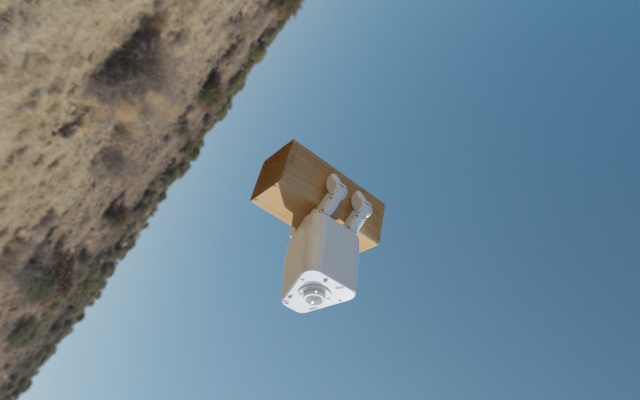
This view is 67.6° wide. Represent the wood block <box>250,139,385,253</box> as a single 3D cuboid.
[{"bbox_3d":[0.000,0.003,0.798,0.206,0.090,0.091,34,-41,-25],"label":"wood block"}]
